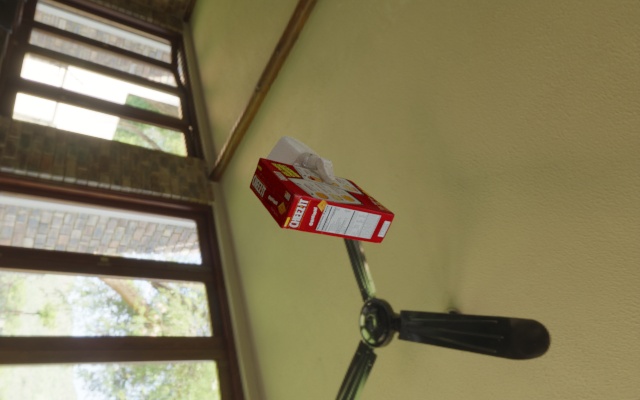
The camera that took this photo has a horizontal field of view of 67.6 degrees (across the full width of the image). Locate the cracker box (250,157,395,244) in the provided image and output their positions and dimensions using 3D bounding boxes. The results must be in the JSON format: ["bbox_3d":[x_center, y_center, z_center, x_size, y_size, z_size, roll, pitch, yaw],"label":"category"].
[{"bbox_3d":[0.000,0.003,0.864,0.214,0.072,0.164,11,19,-33],"label":"cracker box"}]
